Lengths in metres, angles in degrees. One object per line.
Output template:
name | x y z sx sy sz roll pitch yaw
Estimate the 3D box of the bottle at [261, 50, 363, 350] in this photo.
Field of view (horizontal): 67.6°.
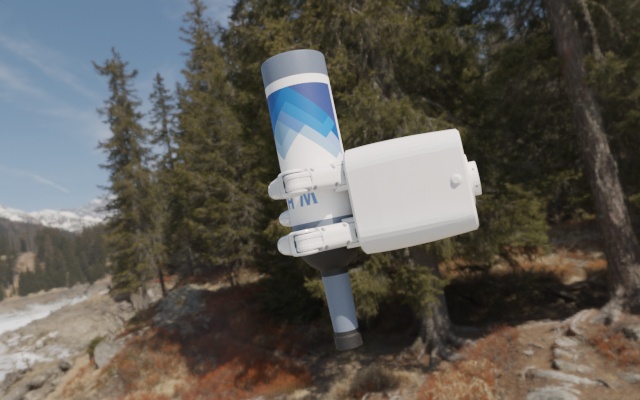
bottle | 0.000 0.001 0.485 0.069 0.295 0.069 -11 -3 -1
